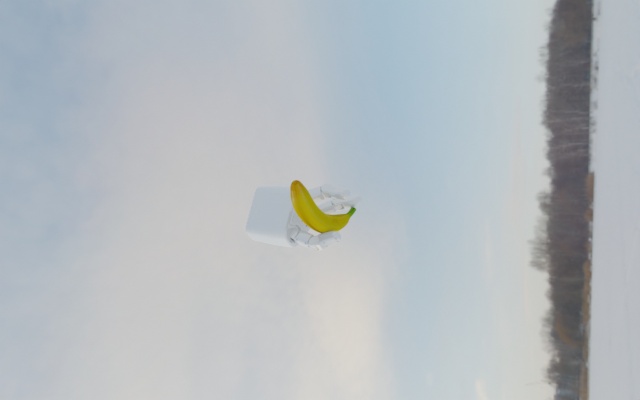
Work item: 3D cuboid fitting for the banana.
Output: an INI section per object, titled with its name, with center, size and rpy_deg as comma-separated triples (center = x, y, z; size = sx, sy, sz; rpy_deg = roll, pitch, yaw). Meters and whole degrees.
[banana]
center = -0.002, 0.022, 0.863
size = 0.037, 0.069, 0.198
rpy_deg = 8, -10, 35
